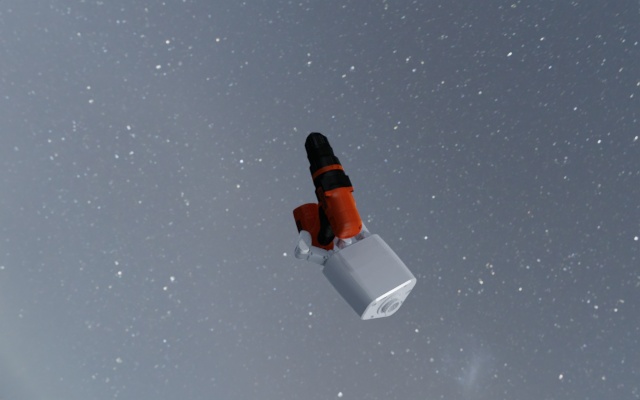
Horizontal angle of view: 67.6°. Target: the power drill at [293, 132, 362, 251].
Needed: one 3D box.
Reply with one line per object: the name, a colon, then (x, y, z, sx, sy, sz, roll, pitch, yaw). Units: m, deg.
power drill: (0.000, 0.003, 0.806, 0.057, 0.184, 0.188, -11, -23, -18)
